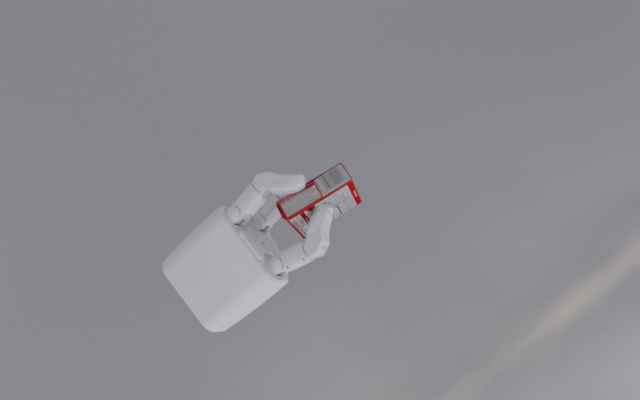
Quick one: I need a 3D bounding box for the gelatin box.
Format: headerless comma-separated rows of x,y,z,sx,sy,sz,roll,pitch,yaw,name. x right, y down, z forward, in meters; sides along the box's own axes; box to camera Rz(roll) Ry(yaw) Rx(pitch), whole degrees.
0.001,0.002,0.563,0.089,0.030,0.073,-32,-25,2,gelatin box
